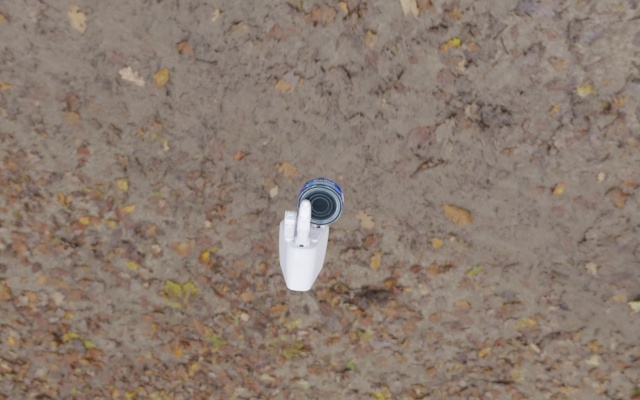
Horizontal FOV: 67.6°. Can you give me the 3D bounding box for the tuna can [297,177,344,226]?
[{"bbox_3d":[0.000,0.003,0.880,0.086,0.086,0.033,0,27,5],"label":"tuna can"}]
